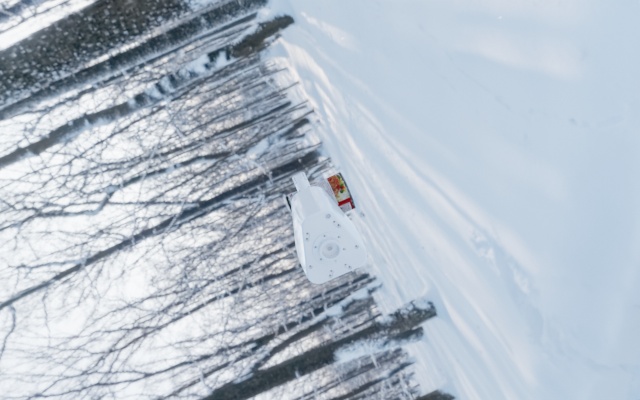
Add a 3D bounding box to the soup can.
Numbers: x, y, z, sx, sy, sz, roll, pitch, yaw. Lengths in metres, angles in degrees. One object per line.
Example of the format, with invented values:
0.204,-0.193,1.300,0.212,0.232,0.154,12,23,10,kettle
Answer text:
0.000,0.003,0.812,0.102,0.068,0.068,-24,0,-1,soup can
